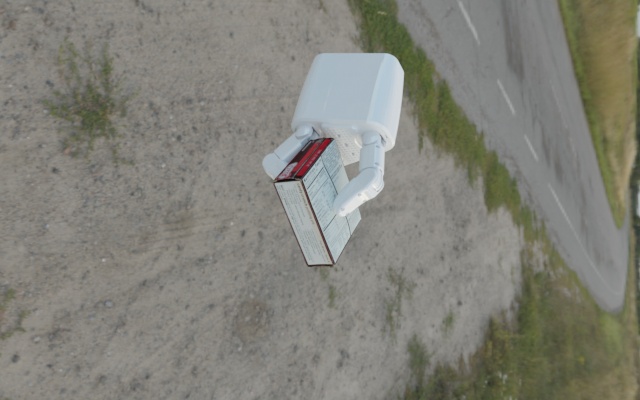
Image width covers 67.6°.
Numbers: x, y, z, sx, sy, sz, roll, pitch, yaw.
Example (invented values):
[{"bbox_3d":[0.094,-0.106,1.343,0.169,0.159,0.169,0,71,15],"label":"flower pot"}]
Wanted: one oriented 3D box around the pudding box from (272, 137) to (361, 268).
[{"bbox_3d":[0.000,0.002,0.515,0.039,0.113,0.090,-5,31,31],"label":"pudding box"}]
